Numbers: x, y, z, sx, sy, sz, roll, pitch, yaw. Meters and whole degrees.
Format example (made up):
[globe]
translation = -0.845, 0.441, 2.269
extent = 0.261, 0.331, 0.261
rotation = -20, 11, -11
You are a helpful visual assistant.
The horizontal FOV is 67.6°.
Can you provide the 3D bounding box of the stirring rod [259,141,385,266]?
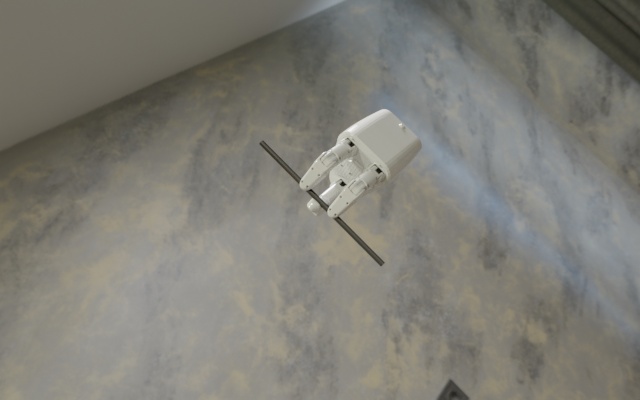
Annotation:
[stirring rod]
translation = 0.000, 0.002, 0.660
extent = 0.011, 0.239, 0.011
rotation = -44, -8, -8
